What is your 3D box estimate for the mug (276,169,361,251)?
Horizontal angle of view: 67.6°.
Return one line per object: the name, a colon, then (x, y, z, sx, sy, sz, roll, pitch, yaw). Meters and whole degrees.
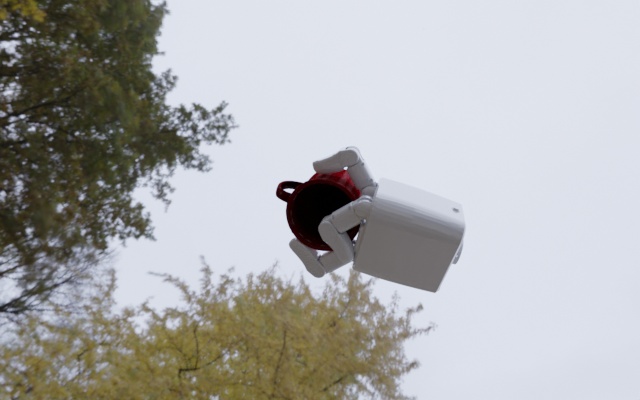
mug: (-0.001, 0.002, 0.608, 0.117, 0.093, 0.081, 18, 22, 6)
